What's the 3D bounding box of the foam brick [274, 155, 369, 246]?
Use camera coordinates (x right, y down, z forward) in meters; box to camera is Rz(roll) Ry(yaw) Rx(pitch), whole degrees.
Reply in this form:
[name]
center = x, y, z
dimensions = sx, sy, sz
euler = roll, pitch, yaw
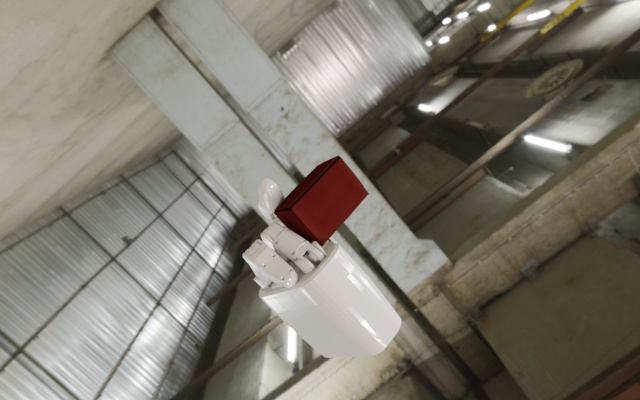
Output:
[foam brick]
center = 0.000, 0.001, 0.490
dimensions = 0.078, 0.051, 0.053
euler = -47, 13, -20
